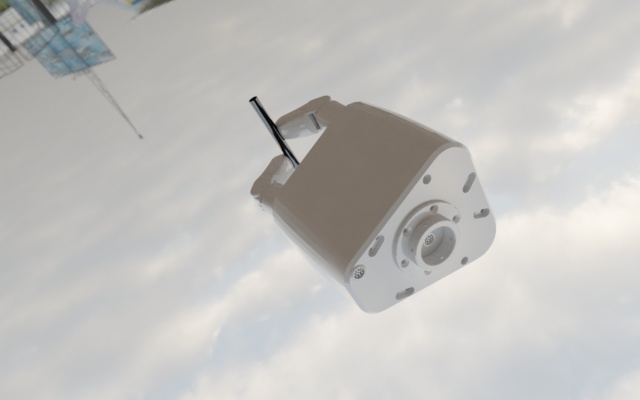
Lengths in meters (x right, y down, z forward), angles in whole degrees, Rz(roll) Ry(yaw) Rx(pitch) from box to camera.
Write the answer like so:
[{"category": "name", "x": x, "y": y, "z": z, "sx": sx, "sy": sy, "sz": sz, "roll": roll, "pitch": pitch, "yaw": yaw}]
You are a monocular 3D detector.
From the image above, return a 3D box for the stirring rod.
[{"category": "stirring rod", "x": 0.000, "y": 0.001, "z": 0.455, "sx": 0.011, "sy": 0.011, "sz": 0.240, "roll": 0, "pitch": -44, "yaw": 40}]
